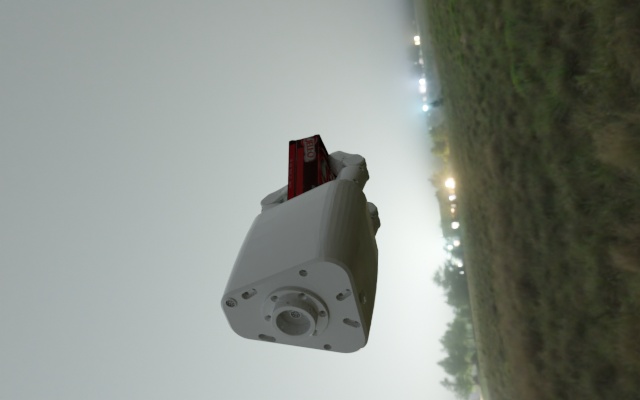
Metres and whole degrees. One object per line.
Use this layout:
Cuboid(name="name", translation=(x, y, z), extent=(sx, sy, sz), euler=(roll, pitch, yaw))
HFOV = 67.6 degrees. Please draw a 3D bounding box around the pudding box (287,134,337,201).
Cuboid(name="pudding box", translation=(0.000, 0.002, 0.494), extent=(0.039, 0.090, 0.114), euler=(-8, -33, 13))
